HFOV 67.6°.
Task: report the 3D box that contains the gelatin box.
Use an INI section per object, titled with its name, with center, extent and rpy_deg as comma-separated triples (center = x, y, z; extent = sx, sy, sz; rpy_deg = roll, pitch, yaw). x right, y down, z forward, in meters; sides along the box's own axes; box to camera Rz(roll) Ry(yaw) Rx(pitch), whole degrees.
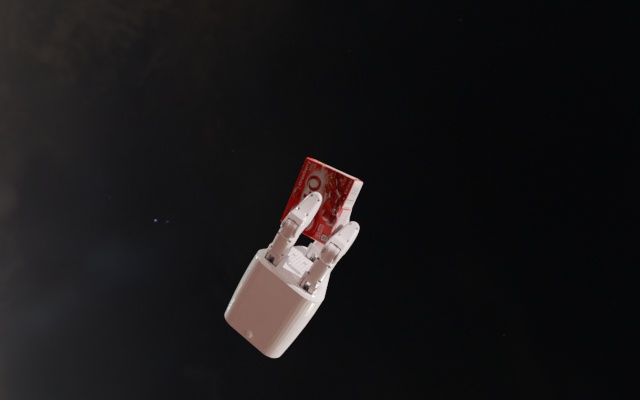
[gelatin box]
center = 0.000, 0.002, 0.589
extent = 0.073, 0.089, 0.030
rpy_deg = 27, 8, 26
